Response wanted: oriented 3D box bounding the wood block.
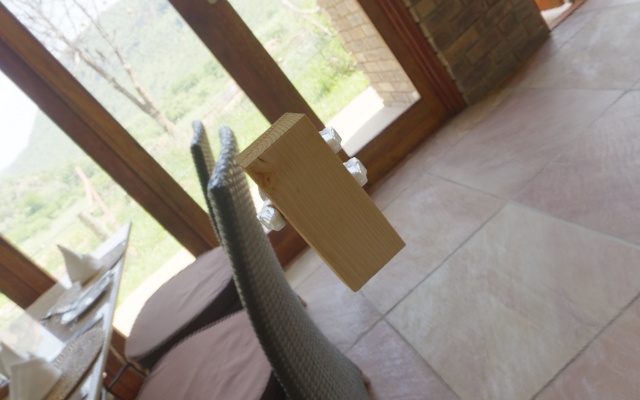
[{"bbox_3d":[0.000,0.002,0.588,0.091,0.206,0.090,-42,21,-6],"label":"wood block"}]
